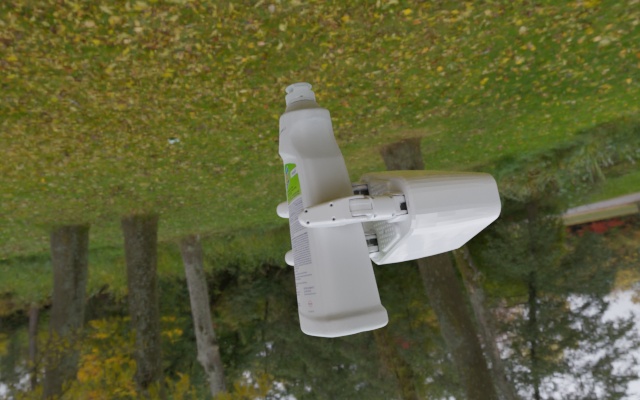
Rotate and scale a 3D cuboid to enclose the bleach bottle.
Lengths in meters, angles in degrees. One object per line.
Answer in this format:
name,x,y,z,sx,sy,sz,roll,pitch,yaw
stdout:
bleach bottle,0.000,0.002,0.476,0.068,0.250,0.102,-6,-10,-22
